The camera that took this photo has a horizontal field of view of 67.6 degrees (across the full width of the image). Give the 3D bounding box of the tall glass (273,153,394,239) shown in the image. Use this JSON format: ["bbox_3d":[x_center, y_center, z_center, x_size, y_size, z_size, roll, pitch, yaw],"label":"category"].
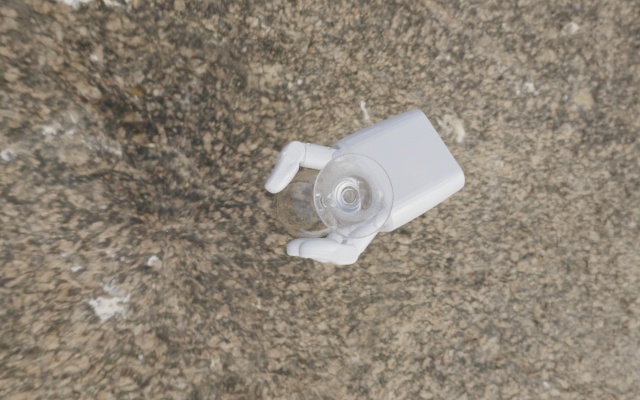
[{"bbox_3d":[0.000,0.002,0.505,0.079,0.079,0.201,0,-4,-18],"label":"tall glass"}]
